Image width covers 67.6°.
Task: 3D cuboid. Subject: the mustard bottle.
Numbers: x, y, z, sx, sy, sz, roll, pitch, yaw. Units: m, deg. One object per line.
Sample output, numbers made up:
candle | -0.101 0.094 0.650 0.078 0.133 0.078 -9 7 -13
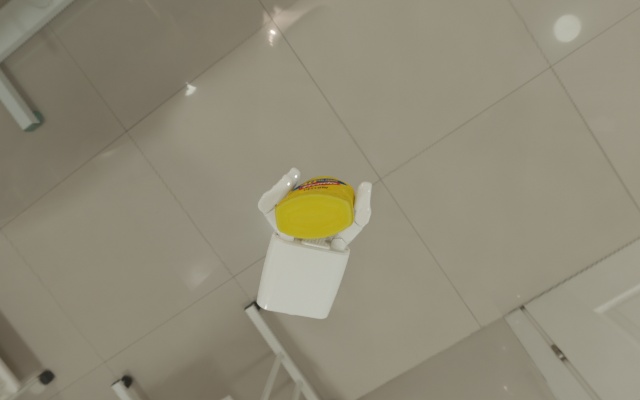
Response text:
mustard bottle | 0.000 0.002 0.666 0.096 0.058 0.191 -7 10 7
